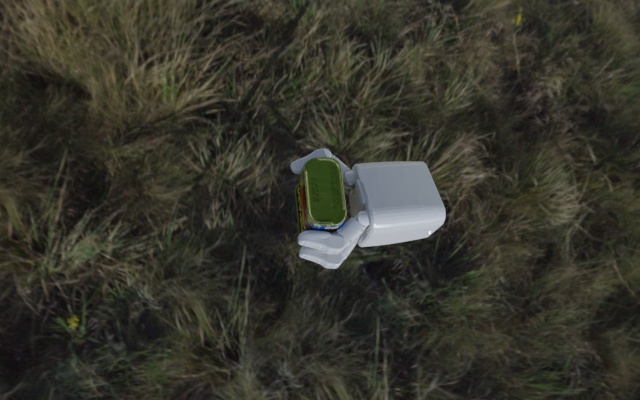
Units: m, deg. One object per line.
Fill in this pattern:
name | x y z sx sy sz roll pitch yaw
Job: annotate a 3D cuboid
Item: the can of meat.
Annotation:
can of meat | 0.000 0.002 0.651 0.057 0.102 0.084 -2 -22 -10
